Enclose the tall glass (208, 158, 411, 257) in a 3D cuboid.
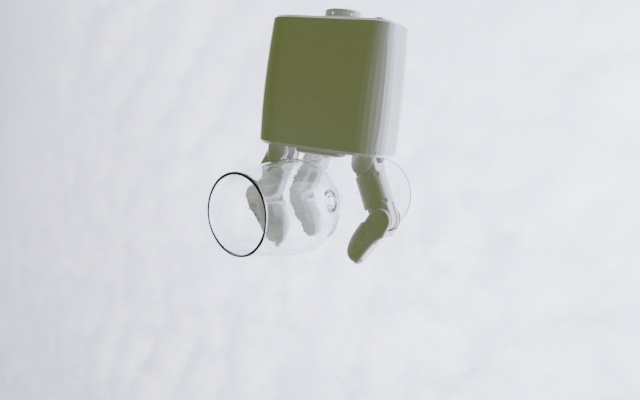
[{"bbox_3d":[0.001,0.001,0.417,0.079,0.079,0.201,0,5,38],"label":"tall glass"}]
